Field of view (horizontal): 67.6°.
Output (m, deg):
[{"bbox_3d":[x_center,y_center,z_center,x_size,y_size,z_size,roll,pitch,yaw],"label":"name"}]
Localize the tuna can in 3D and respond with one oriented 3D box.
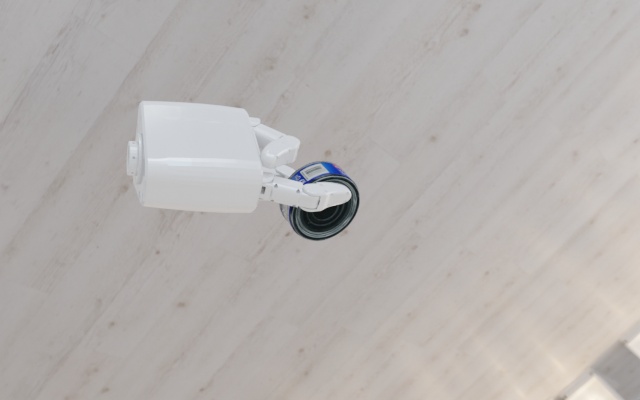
[{"bbox_3d":[0.000,0.002,0.529,0.086,0.086,0.033,0,30,-29],"label":"tuna can"}]
